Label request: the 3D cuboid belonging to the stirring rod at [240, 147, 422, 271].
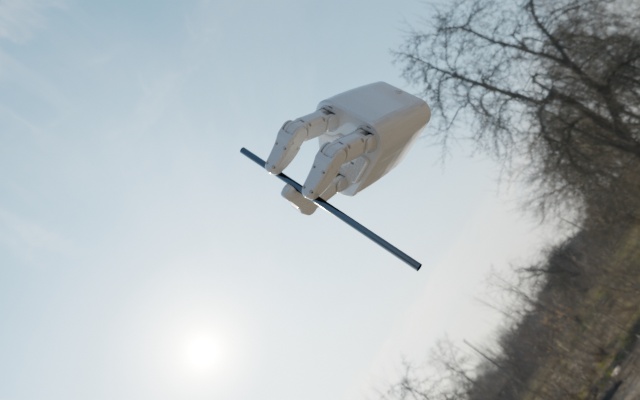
[{"bbox_3d":[0.000,0.002,0.482,0.239,0.011,0.011,34,17,28],"label":"stirring rod"}]
